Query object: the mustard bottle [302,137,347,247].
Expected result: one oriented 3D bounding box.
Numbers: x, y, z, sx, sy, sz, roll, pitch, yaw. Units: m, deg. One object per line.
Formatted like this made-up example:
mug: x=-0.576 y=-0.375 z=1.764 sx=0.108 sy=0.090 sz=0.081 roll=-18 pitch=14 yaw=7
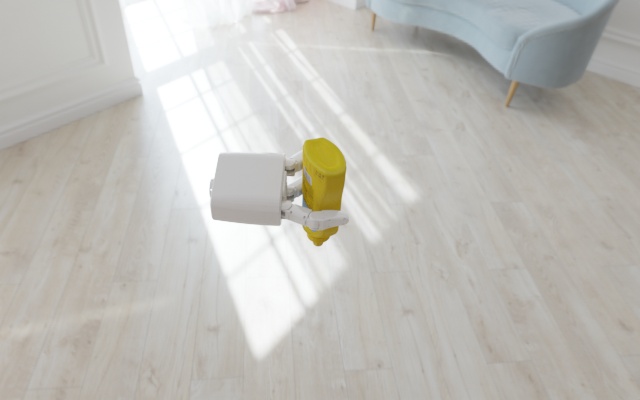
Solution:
mustard bottle: x=0.000 y=0.002 z=0.763 sx=0.058 sy=0.192 sz=0.096 roll=-13 pitch=44 yaw=-19
